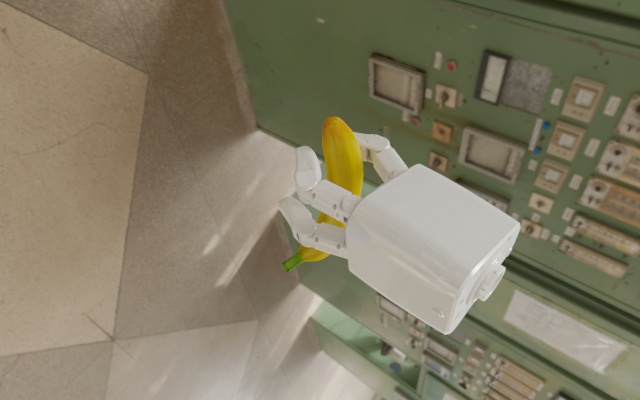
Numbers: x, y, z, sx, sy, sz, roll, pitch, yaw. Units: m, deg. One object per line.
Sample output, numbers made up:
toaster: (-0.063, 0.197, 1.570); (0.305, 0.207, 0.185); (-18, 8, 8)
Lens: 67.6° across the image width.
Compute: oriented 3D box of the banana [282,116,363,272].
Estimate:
banana: (0.012, -0.001, 0.500); (0.069, 0.198, 0.037); (-20, 48, -41)
